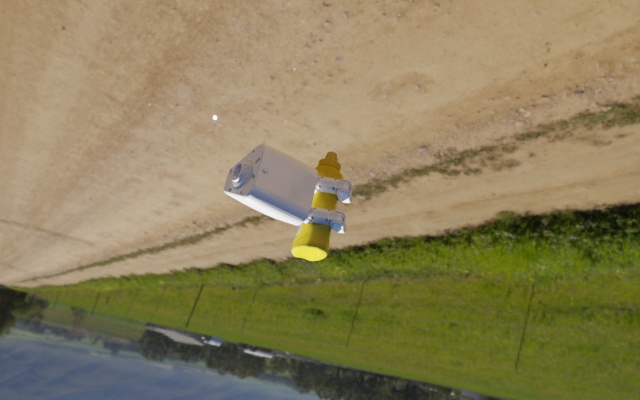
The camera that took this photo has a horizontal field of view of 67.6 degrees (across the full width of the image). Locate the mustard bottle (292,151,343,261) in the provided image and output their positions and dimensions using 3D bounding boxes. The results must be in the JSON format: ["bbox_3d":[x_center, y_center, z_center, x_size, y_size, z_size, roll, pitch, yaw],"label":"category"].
[{"bbox_3d":[0.000,0.003,0.822,0.058,0.191,0.096,16,-21,-9],"label":"mustard bottle"}]
